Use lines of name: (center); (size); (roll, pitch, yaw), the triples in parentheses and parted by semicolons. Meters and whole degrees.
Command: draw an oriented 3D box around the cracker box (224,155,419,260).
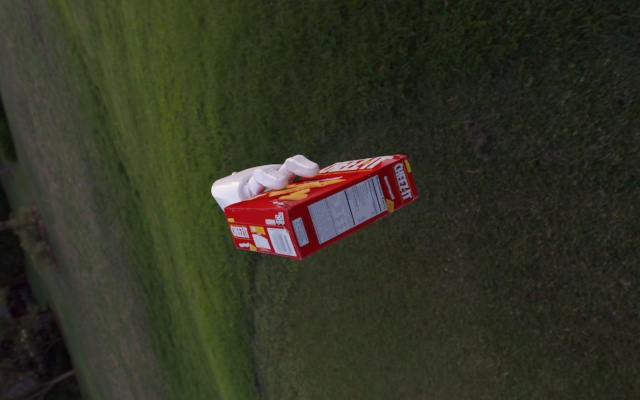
cracker box: (0.000, 0.002, 0.659); (0.213, 0.072, 0.164); (-25, 14, -34)
